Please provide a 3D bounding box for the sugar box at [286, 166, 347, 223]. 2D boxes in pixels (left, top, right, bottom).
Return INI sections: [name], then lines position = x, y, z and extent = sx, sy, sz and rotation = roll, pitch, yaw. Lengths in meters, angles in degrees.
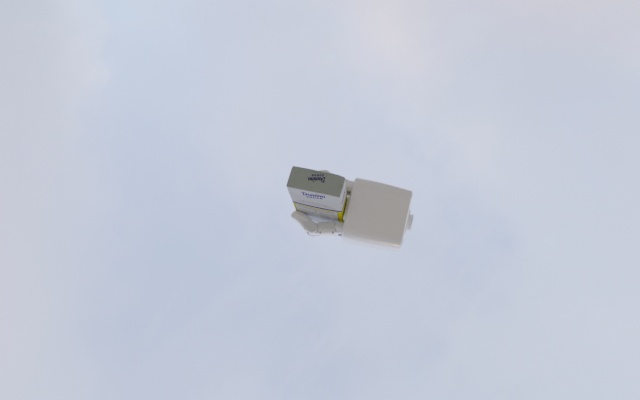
[sugar box]
position = 0.000, 0.002, 0.850
extent = 0.093, 0.048, 0.176
rotation = 12, -24, 10
